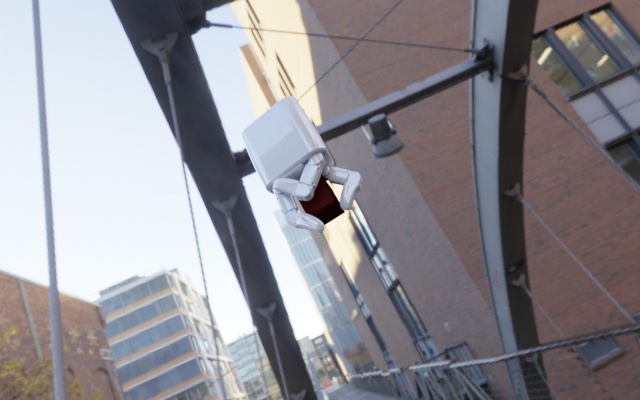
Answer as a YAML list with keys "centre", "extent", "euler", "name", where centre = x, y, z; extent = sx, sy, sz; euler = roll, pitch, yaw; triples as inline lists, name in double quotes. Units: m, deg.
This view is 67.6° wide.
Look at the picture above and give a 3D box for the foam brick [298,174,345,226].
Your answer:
- centre: [0.000, 0.003, 0.753]
  extent: [0.053, 0.051, 0.078]
  euler: [-31, -19, 2]
  name: "foam brick"
